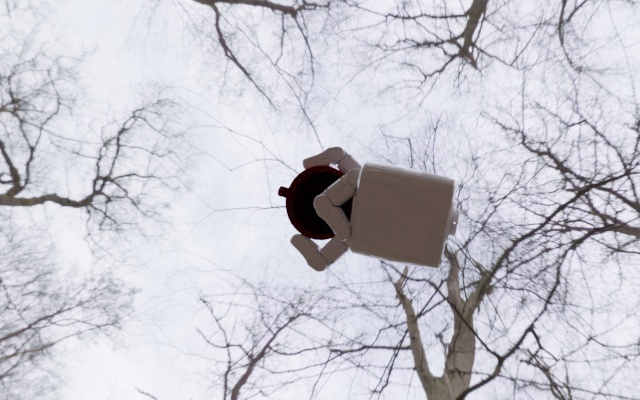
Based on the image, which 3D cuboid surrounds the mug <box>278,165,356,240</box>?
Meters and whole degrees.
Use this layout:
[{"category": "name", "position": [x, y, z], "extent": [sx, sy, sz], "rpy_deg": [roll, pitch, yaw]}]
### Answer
[{"category": "mug", "position": [-0.001, 0.002, 0.632], "extent": [0.117, 0.093, 0.081], "rpy_deg": [13, 1, 17]}]
